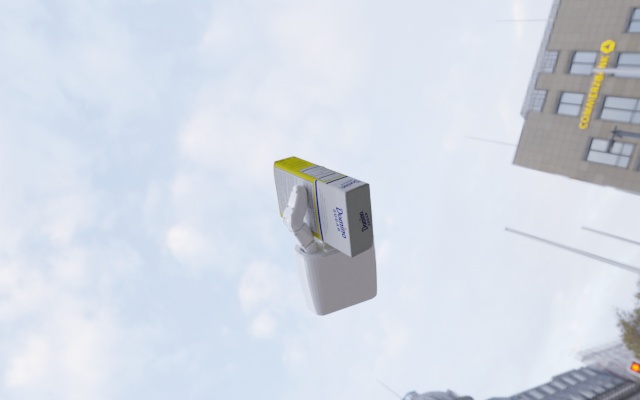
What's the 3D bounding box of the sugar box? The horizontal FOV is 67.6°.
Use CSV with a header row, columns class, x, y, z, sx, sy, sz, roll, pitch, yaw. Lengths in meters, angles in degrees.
class,x,y,z,sx,sy,sz,roll,pitch,yaw
sugar box,0.000,0.002,0.658,0.048,0.093,0.176,-23,29,-32
